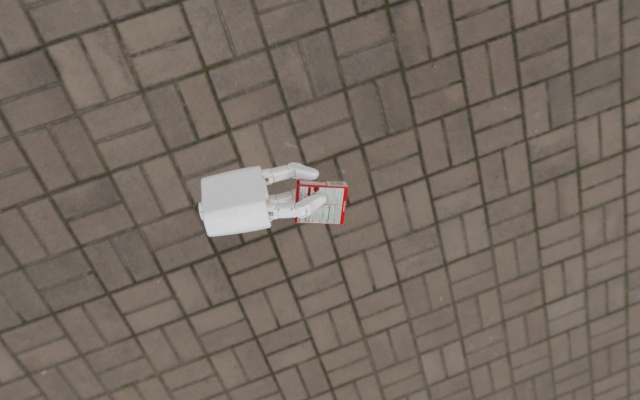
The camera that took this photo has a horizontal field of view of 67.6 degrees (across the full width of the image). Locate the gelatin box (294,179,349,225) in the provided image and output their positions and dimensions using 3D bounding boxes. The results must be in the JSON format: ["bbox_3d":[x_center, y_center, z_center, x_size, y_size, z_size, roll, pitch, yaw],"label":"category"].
[{"bbox_3d":[0.001,0.003,0.833,0.089,0.073,0.030,2,23,-8],"label":"gelatin box"}]
